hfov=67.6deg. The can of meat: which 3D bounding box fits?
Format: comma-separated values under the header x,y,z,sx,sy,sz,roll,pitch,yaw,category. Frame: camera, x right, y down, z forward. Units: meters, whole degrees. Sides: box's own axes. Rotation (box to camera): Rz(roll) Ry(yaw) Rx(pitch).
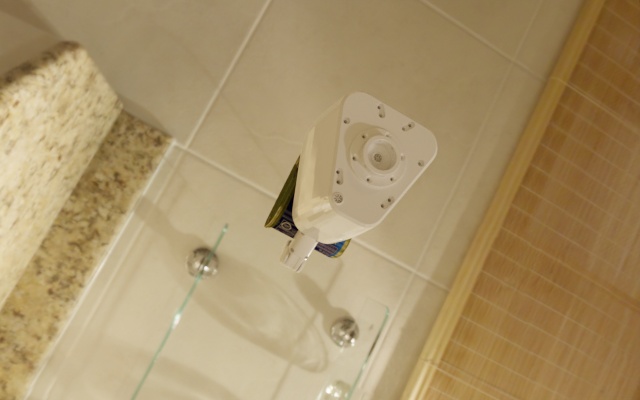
x,y,z,sx,sy,sz,roll,pitch,yaw,category
0.000,0.002,0.520,0.084,0.102,0.057,28,-18,-10,can of meat
